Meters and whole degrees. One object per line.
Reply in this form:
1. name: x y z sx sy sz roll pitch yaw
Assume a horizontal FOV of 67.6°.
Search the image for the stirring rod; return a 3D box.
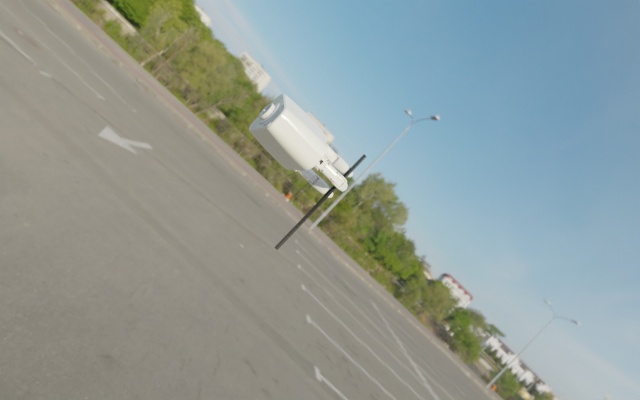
1. stirring rod: 0.000 0.003 0.890 0.011 0.239 0.011 44 0 0
